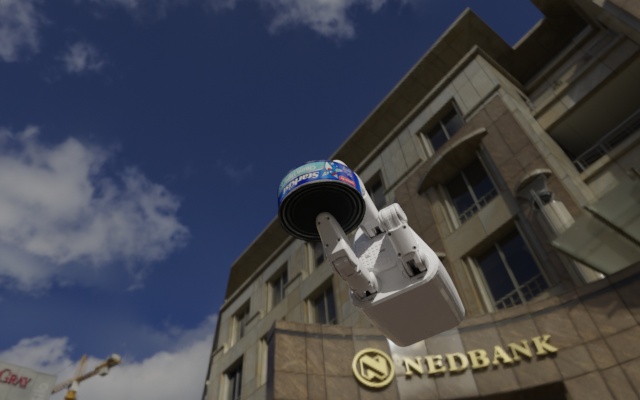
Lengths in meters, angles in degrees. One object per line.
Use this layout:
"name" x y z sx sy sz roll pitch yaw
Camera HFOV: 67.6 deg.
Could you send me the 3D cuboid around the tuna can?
"tuna can" 0.000 0.001 0.473 0.086 0.086 0.033 -4 45 -4
